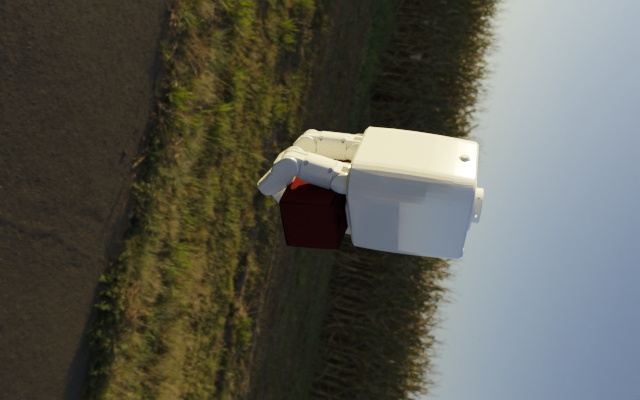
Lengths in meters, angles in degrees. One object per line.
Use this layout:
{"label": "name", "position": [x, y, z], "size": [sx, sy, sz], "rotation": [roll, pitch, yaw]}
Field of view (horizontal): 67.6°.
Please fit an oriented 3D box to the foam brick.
{"label": "foam brick", "position": [0.000, 0.002, 0.455], "size": [0.051, 0.053, 0.078], "rotation": [5, 38, 17]}
